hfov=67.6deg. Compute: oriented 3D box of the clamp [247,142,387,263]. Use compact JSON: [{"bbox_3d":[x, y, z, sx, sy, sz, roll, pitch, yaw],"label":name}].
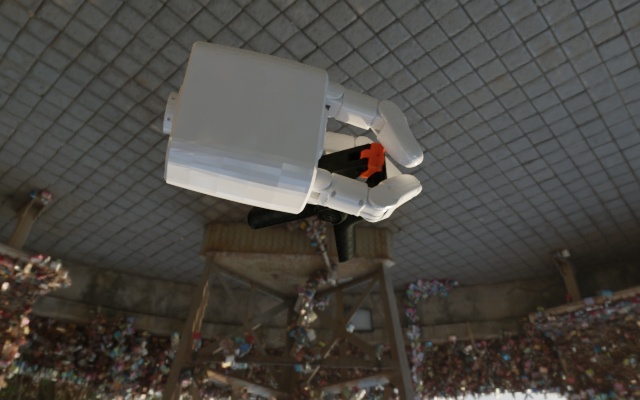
[{"bbox_3d":[0.000,0.002,0.447,0.120,0.039,0.172,13,-38,-12],"label":"clamp"}]
